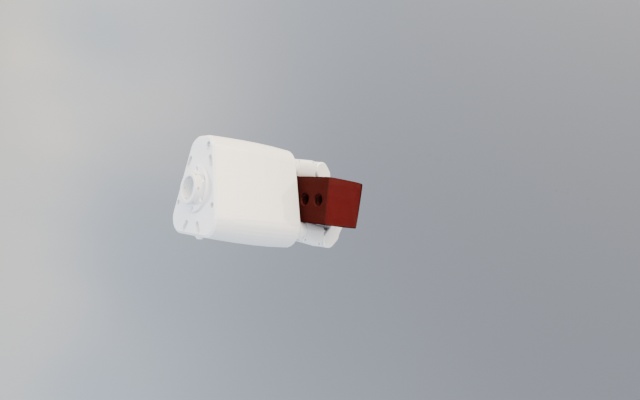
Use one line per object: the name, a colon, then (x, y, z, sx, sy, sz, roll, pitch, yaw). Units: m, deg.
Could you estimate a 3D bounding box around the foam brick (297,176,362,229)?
foam brick: (0.000, 0.002, 0.545, 0.051, 0.053, 0.078, 10, -5, -43)
